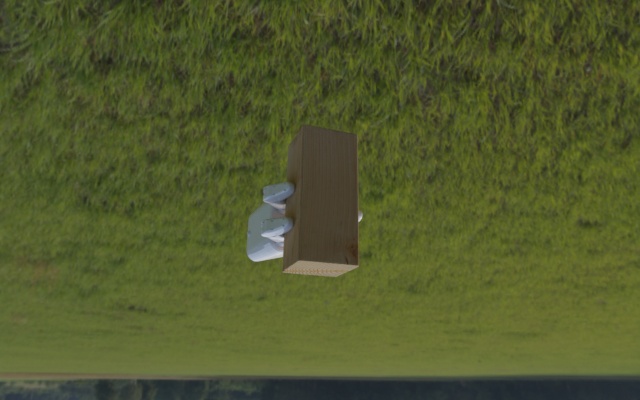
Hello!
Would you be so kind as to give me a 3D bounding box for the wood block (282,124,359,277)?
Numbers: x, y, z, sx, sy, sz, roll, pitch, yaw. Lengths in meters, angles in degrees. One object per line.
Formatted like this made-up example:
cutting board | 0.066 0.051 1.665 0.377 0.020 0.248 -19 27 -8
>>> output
wood block | 0.000 0.003 0.721 0.091 0.206 0.090 8 -21 -18
